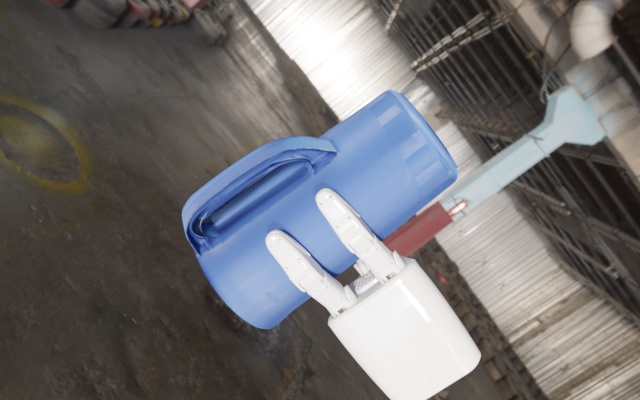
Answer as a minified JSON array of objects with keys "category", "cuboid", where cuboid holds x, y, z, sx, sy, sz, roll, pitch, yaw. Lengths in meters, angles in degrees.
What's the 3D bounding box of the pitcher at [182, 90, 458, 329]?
[{"category":"pitcher","cuboid":[0.000,0.002,0.460,0.243,0.145,0.149,-37,0,11]}]
